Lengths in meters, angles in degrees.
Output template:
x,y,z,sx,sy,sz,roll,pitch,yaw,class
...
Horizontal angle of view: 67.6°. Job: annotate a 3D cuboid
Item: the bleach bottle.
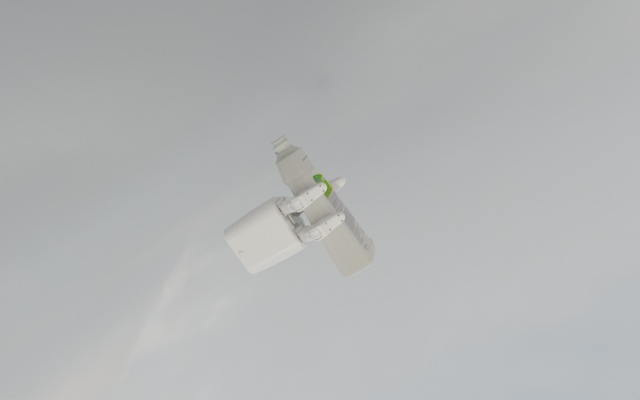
x,y,z,sx,sy,sz,roll,pitch,yaw,class
0.000,0.003,0.795,0.068,0.251,0.102,-30,12,14,bleach bottle
